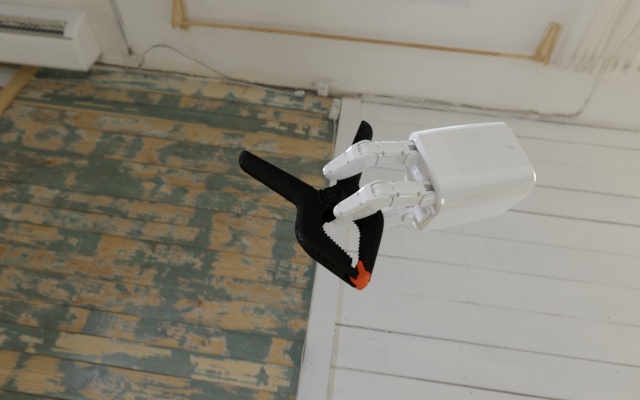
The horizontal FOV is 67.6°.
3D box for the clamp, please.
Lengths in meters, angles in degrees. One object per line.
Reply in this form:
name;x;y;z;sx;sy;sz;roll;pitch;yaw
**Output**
clamp;0.000;0.003;0.522;0.164;0.209;0.036;-11;-35;-4
